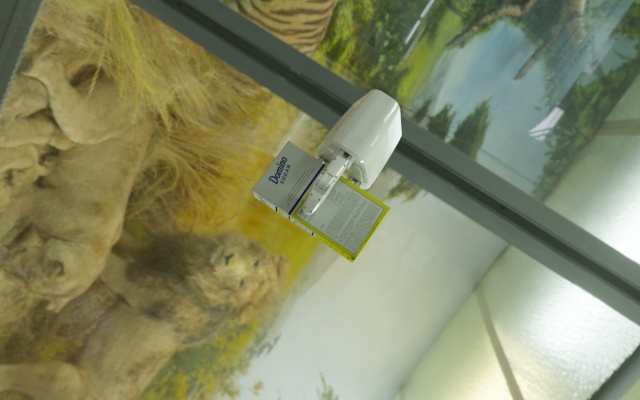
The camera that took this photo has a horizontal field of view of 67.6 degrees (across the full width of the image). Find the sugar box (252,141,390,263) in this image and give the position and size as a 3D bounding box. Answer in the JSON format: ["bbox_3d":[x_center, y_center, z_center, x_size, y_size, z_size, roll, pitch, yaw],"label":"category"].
[{"bbox_3d":[0.000,0.002,0.685,0.176,0.093,0.048,34,-13,7],"label":"sugar box"}]
